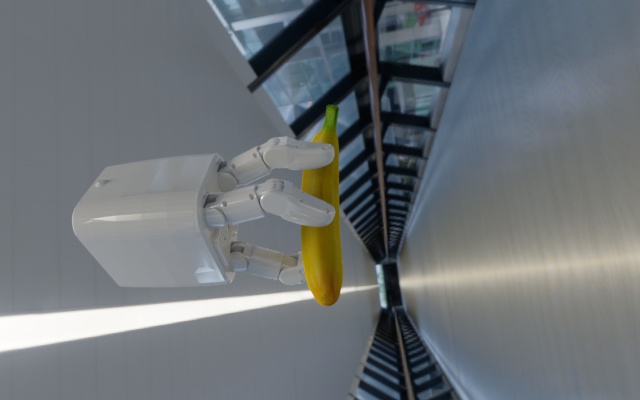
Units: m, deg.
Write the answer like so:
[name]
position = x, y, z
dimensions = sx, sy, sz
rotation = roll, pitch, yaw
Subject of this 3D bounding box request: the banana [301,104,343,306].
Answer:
[banana]
position = 0.000, 0.008, 0.430
dimensions = 0.037, 0.197, 0.070
rotation = 0, -31, 0
